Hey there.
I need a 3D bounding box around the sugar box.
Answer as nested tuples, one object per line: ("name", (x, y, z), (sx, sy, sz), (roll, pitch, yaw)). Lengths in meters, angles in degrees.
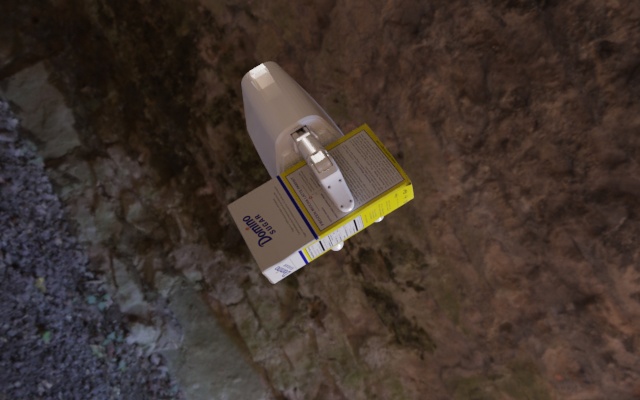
("sugar box", (0.000, 0.002, 0.508), (0.176, 0.093, 0.048), (-32, -30, -2))
